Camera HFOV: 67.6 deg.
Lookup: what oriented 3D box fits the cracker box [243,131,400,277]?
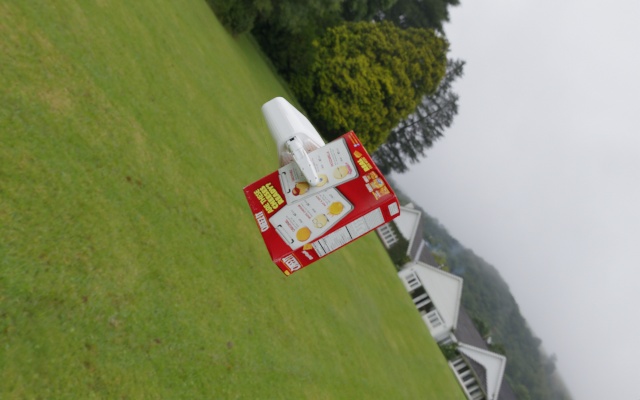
[{"bbox_3d":[0.000,0.002,0.789,0.213,0.164,0.072,-29,-37,0],"label":"cracker box"}]
